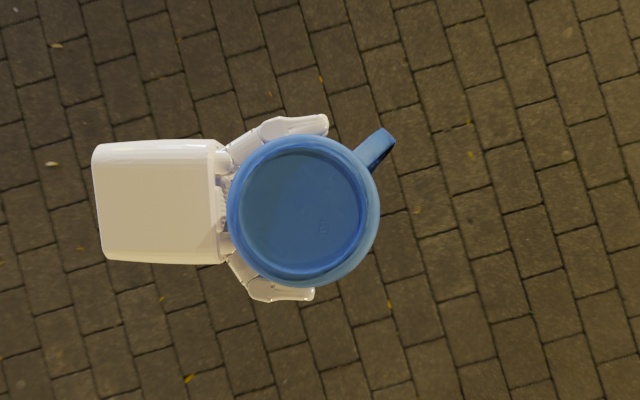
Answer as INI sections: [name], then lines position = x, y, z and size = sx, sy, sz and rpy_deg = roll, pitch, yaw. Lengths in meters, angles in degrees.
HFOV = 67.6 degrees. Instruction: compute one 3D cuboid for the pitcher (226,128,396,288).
[pitcher]
position = 0.000, 0.002, 0.442
size = 0.145, 0.149, 0.243
rpy_deg = 1, -1, 2
